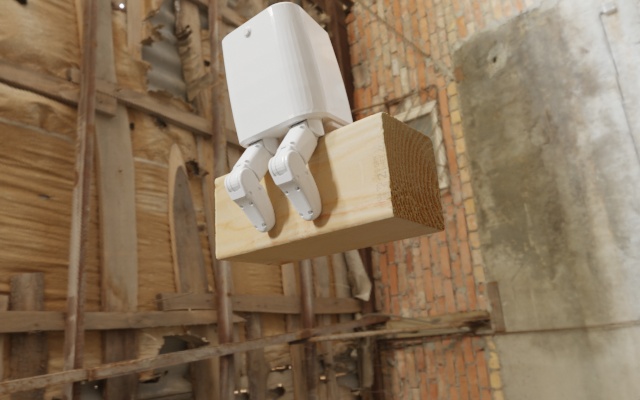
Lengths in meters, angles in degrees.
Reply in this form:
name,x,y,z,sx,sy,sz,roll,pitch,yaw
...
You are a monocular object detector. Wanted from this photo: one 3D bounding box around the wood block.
name,x,y,z,sx,sy,sz,roll,pitch,yaw
wood block,0.000,0.001,0.458,0.206,0.090,0.091,-17,-19,37
